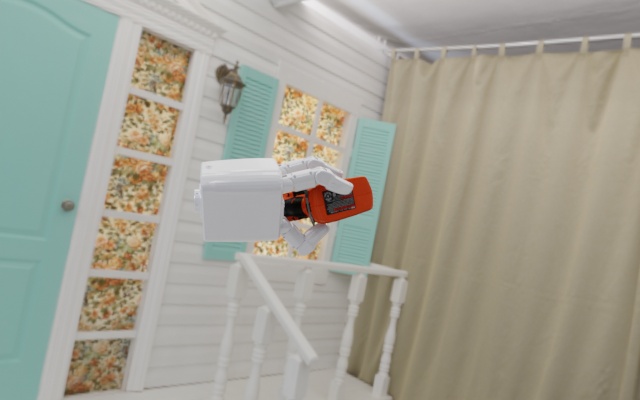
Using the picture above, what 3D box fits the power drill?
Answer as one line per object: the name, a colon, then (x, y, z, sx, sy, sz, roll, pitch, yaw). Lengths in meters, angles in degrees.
power drill: (0.000, 0.002, 0.765, 0.184, 0.057, 0.187, -16, 2, -31)
